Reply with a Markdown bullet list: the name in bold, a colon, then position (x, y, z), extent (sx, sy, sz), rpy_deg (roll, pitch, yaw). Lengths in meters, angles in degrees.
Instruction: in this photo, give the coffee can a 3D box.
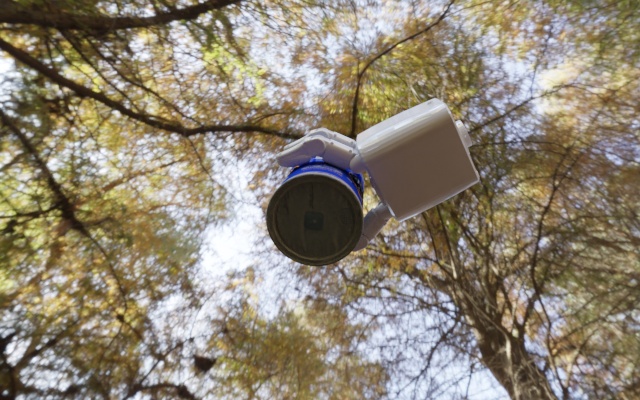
- **coffee can**: position (0.000, 0.002, 0.561), extent (0.103, 0.103, 0.140), rpy_deg (0, 17, 6)
